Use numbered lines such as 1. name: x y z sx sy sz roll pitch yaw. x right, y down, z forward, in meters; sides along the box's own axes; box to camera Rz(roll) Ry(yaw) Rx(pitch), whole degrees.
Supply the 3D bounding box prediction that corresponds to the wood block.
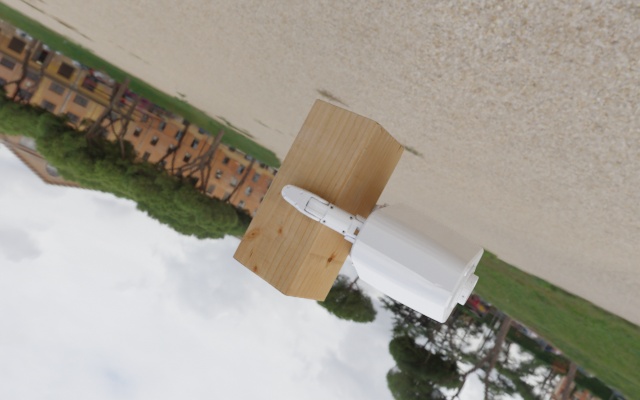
1. wood block: 0.000 0.002 0.556 0.090 0.206 0.091 29 1 33
